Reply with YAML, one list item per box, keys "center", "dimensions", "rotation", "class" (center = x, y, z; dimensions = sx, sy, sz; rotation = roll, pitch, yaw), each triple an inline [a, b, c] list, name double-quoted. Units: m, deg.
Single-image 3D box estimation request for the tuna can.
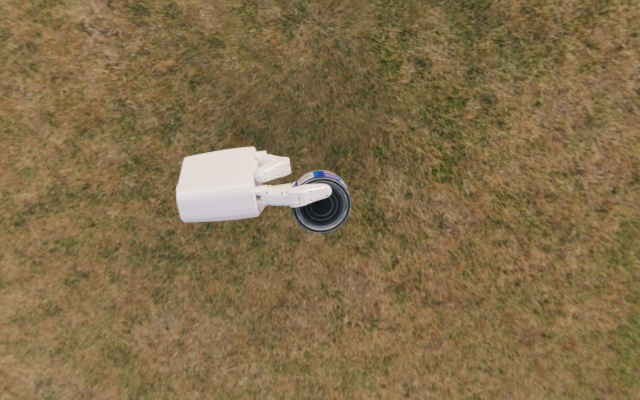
- center: [0.000, 0.002, 0.675]
  dimensions: [0.086, 0.086, 0.033]
  rotation: [0, 20, -7]
  class: "tuna can"
